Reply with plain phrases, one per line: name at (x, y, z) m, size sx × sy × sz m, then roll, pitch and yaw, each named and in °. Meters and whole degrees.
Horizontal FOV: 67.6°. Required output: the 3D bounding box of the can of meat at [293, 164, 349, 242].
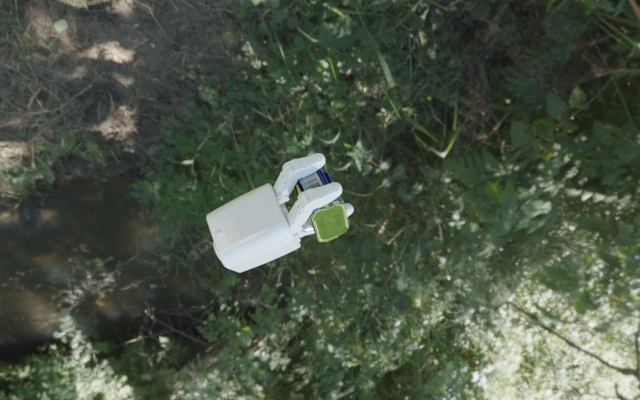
can of meat at (0.000, 0.003, 0.709) m, size 0.057 × 0.084 × 0.102 m, roll -23°, pitch -31°, yaw -5°
